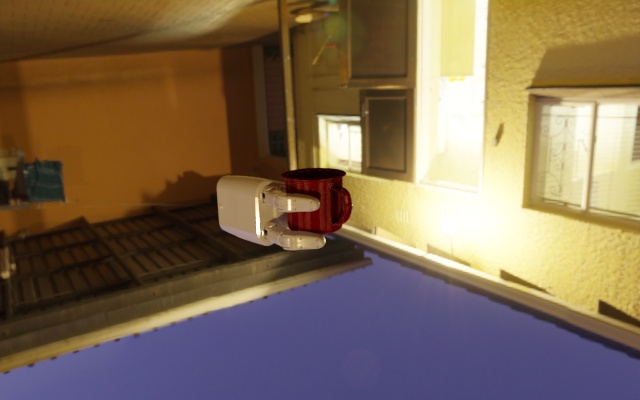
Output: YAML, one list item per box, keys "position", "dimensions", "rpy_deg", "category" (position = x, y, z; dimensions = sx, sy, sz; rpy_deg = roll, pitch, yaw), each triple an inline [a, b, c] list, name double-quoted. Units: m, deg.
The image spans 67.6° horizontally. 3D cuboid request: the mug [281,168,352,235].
- position: [0.001, 0.003, 0.679]
  dimensions: [0.117, 0.081, 0.093]
  rpy_deg: [12, 19, 43]
  category: "mug"
